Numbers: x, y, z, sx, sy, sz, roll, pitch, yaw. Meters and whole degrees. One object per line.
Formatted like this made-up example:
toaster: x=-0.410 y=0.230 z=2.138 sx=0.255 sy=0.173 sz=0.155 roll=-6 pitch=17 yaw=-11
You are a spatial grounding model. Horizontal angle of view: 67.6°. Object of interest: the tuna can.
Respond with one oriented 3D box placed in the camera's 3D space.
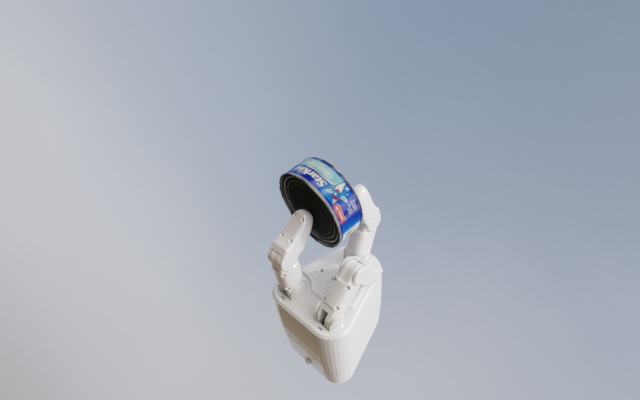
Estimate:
tuna can: x=0.000 y=0.001 z=0.460 sx=0.033 sy=0.086 sz=0.086 roll=-37 pitch=17 yaw=-24
